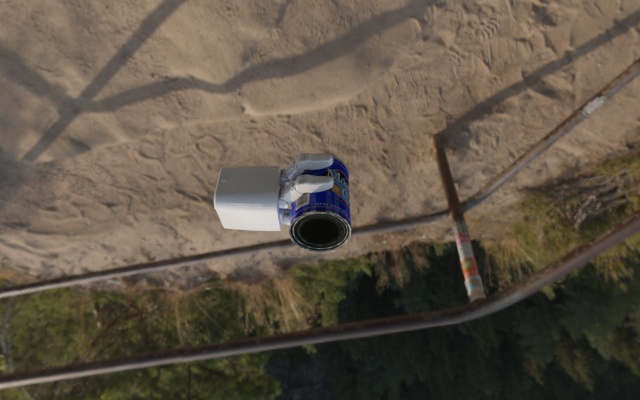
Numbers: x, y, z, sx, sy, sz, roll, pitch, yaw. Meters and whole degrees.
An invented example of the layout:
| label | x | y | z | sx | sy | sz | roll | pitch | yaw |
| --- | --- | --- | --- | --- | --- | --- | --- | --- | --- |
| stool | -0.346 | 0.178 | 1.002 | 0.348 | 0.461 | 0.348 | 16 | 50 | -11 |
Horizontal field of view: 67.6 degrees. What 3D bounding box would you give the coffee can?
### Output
| label | x | y | z | sx | sy | sz | roll | pitch | yaw |
| --- | --- | --- | --- | --- | --- | --- | --- | --- | --- |
| coffee can | 0.000 | 0.003 | 0.823 | 0.103 | 0.140 | 0.103 | 0 | -44 | 0 |
